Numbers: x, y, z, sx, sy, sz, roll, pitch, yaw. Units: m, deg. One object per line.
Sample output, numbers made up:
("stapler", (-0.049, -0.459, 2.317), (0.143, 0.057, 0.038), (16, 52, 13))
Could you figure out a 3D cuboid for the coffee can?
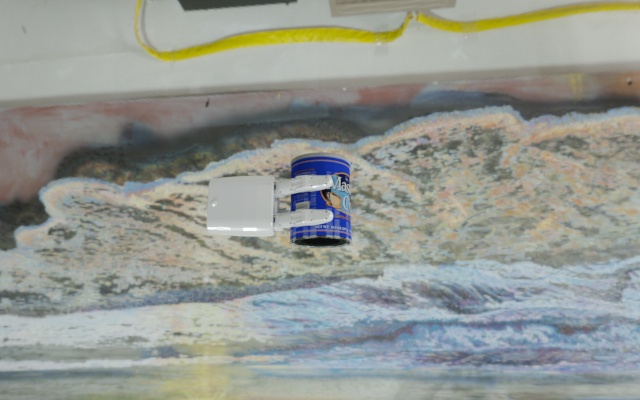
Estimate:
("coffee can", (0.000, 0.003, 0.801), (0.103, 0.140, 0.103), (0, -15, 0))
